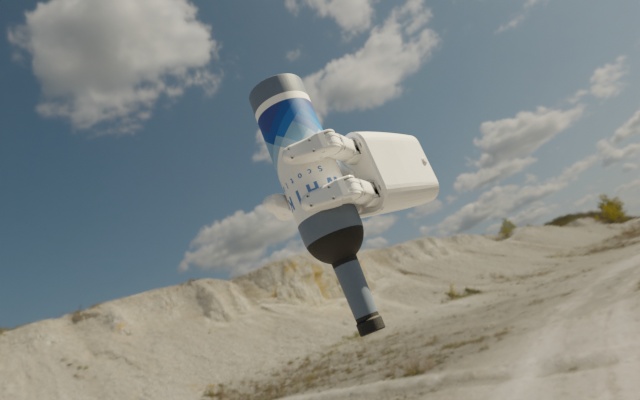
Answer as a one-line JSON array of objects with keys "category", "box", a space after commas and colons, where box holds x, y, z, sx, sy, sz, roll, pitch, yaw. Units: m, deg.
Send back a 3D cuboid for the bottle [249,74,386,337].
[{"category": "bottle", "box": [0.000, 0.001, 0.521, 0.069, 0.295, 0.069, -20, -17, -6]}]
